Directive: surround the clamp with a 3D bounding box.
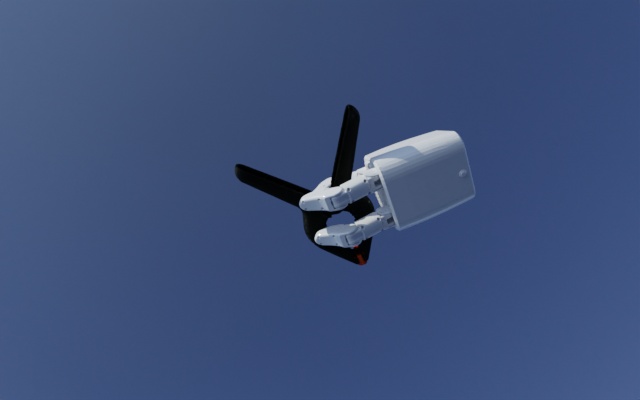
[{"bbox_3d":[0.000,0.002,0.608,0.164,0.210,0.036,-21,26,4],"label":"clamp"}]
